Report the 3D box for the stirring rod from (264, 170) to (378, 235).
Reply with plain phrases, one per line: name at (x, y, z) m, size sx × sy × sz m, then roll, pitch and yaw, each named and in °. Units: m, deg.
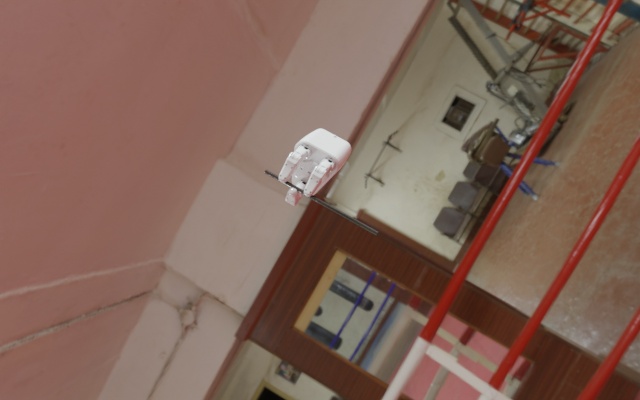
stirring rod at (0.000, 0.003, 0.891) m, size 0.239 × 0.011 × 0.011 m, roll 29°, pitch 3°, yaw 6°
